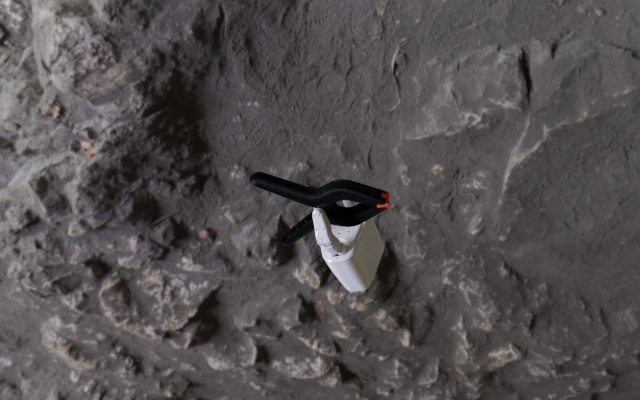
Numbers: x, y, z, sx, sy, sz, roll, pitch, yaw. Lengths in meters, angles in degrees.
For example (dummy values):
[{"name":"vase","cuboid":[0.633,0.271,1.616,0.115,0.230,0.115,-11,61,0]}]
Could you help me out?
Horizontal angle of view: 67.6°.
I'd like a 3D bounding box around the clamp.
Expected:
[{"name":"clamp","cuboid":[0.001,0.003,0.749,0.210,0.036,0.165,-11,-45,20]}]
